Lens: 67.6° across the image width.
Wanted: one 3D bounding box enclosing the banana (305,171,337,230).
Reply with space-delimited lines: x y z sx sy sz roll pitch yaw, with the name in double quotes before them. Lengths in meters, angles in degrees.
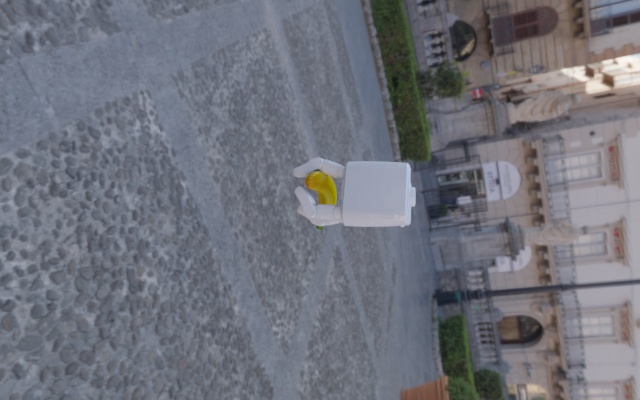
"banana" 0.005 -0.012 0.889 0.037 0.069 0.198 9 -26 13
